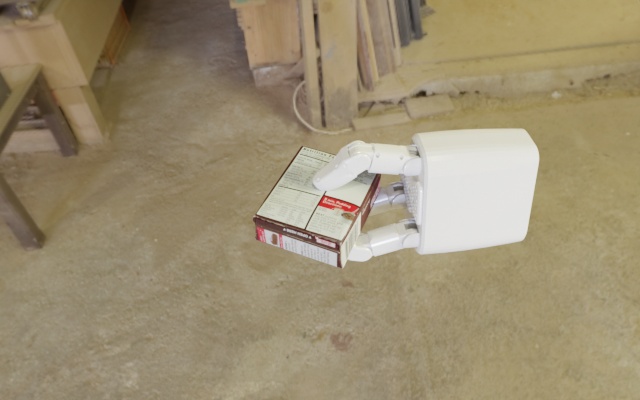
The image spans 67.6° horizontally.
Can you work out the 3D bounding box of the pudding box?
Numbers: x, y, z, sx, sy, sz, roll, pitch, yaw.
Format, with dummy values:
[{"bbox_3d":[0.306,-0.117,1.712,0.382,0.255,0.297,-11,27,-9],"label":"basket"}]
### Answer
[{"bbox_3d":[0.000,0.001,0.462,0.090,0.039,0.113,16,46,17],"label":"pudding box"}]
